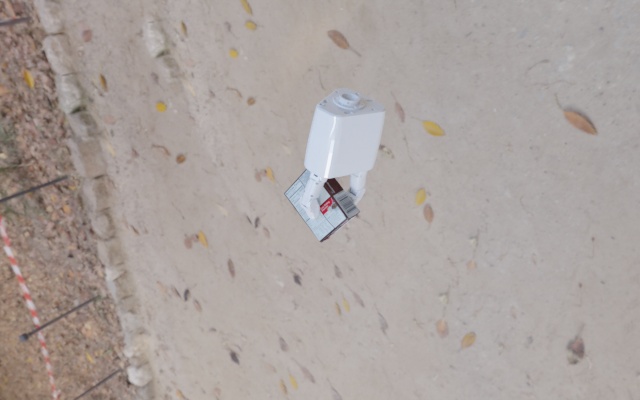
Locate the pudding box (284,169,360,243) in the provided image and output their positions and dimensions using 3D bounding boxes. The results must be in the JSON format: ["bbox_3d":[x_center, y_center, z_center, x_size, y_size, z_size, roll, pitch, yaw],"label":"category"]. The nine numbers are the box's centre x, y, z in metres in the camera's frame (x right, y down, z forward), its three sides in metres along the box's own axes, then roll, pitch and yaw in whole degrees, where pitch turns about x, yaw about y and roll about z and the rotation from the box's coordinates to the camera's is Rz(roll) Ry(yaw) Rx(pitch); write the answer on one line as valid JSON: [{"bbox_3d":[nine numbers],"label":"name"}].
[{"bbox_3d":[0.000,0.003,0.815,0.039,0.113,0.090,-27,-12,-45],"label":"pudding box"}]
